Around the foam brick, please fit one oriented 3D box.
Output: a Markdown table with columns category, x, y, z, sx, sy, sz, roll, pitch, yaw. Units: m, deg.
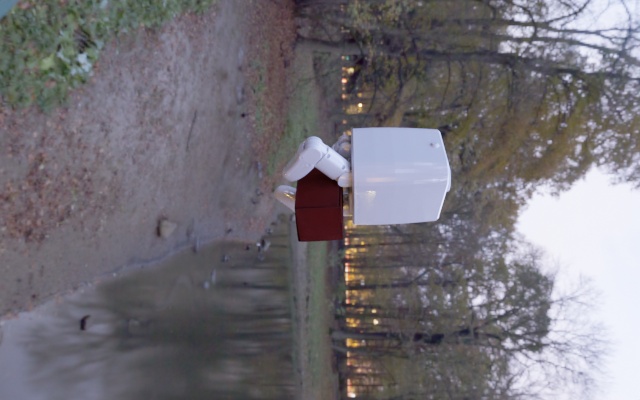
| category | x | y | z | sx | sy | sz | roll | pitch | yaw |
| --- | --- | --- | --- | --- | --- | --- | --- | --- | --- |
| foam brick | 0.000 | 0.002 | 0.548 | 0.051 | 0.053 | 0.078 | -1 | 42 | 4 |
